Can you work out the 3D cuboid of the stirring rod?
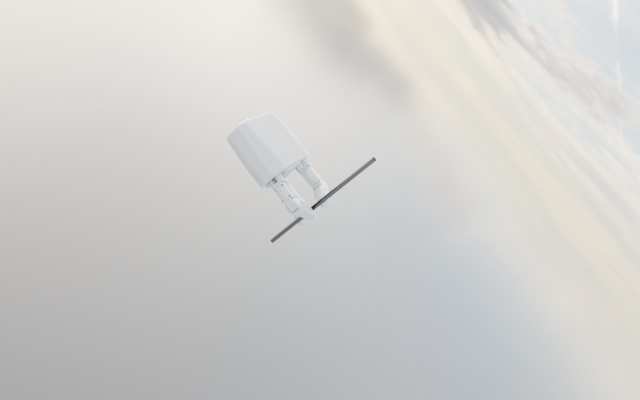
[{"bbox_3d":[0.000,0.003,0.814,0.239,0.011,0.011,-39,-16,21],"label":"stirring rod"}]
